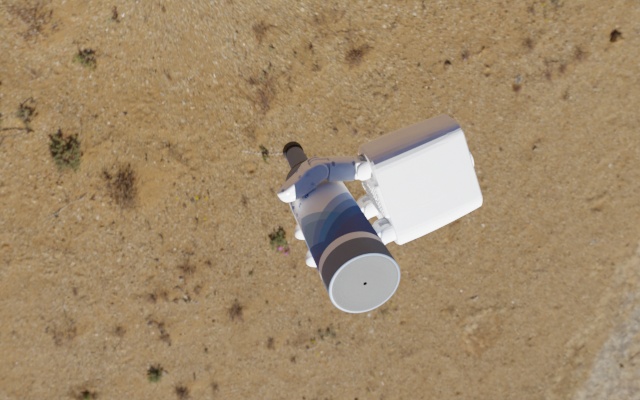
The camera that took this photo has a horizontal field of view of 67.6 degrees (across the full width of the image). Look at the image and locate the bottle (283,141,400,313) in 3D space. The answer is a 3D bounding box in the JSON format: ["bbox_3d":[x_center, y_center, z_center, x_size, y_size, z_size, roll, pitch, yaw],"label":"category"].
[{"bbox_3d":[0.000,0.002,0.538,0.069,0.069,0.295,0,29,-18],"label":"bottle"}]
